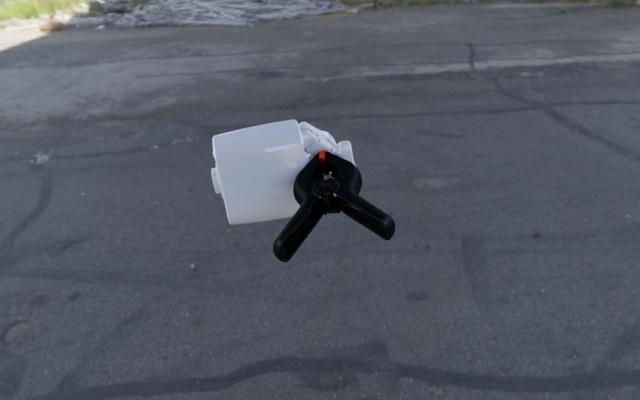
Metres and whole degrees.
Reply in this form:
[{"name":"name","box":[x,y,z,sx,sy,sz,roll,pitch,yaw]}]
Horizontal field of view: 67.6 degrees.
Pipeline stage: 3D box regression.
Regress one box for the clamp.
[{"name":"clamp","box":[0.000,0.001,0.518,0.120,0.039,0.171,-13,32,-5]}]
